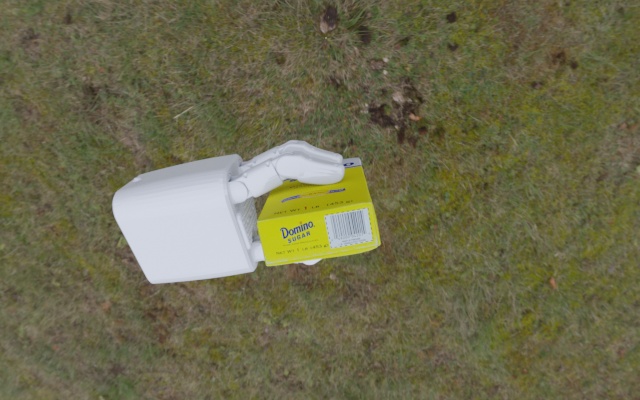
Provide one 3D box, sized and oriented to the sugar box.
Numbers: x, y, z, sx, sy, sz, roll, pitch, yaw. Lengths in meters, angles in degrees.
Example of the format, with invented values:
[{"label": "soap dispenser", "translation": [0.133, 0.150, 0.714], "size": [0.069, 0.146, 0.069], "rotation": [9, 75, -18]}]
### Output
[{"label": "sugar box", "translation": [0.000, 0.001, 0.450], "size": [0.093, 0.048, 0.176], "rotation": [-9, 18, 3]}]
